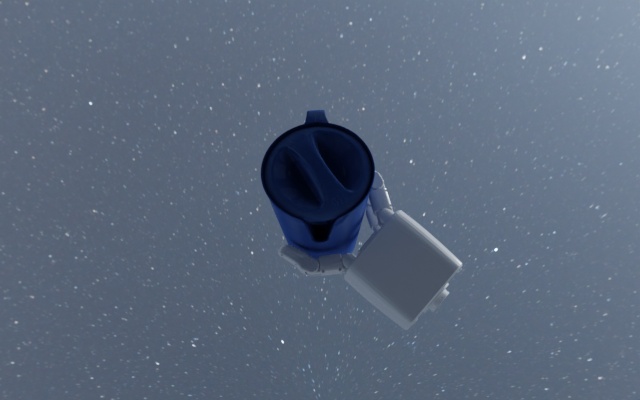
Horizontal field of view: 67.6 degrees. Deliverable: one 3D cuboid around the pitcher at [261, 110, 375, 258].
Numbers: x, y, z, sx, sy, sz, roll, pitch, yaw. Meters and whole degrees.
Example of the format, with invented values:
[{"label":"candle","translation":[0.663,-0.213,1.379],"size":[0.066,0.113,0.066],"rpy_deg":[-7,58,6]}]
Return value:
[{"label":"pitcher","translation":[0.000,0.002,0.663],"size":[0.145,0.149,0.243],"rpy_deg":[38,-18,17]}]
